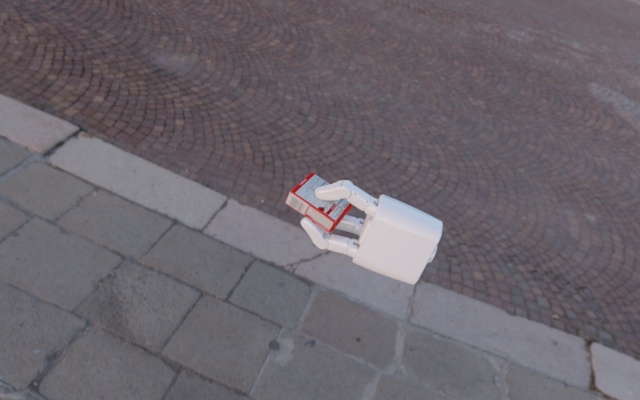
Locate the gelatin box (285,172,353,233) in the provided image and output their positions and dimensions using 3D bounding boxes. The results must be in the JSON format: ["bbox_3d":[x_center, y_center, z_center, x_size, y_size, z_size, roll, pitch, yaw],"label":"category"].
[{"bbox_3d":[0.000,0.002,0.762,0.089,0.030,0.073,34,40,8],"label":"gelatin box"}]
